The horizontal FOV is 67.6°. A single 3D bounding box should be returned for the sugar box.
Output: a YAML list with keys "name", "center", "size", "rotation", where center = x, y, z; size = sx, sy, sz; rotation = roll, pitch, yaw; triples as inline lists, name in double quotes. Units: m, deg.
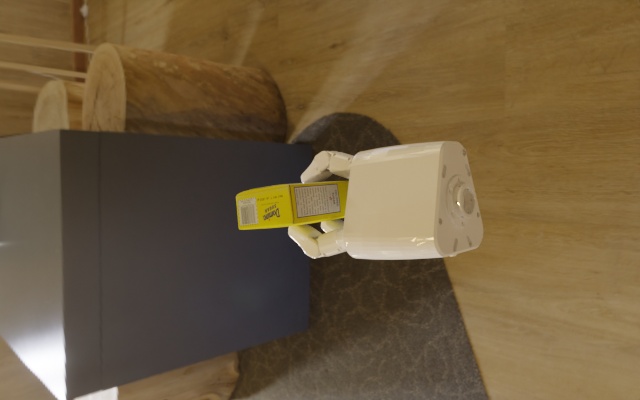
- name: "sugar box"
  center: [0.000, 0.002, 0.554]
  size: [0.093, 0.048, 0.176]
  rotation: [-7, -3, 45]
